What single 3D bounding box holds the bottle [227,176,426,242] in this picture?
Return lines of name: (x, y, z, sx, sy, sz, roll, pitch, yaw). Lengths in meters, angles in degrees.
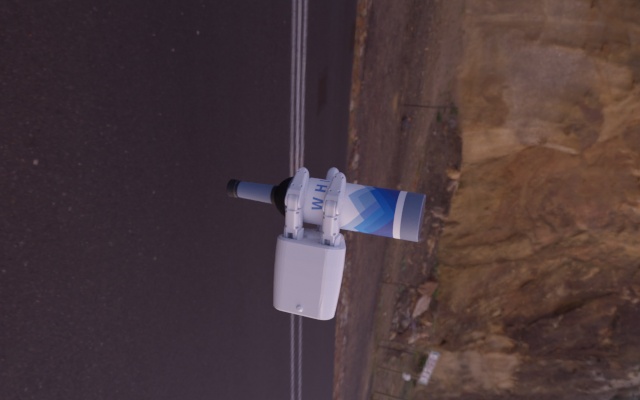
bottle: (0.000, 0.002, 0.699, 0.295, 0.069, 0.069, 9, 2, 16)
